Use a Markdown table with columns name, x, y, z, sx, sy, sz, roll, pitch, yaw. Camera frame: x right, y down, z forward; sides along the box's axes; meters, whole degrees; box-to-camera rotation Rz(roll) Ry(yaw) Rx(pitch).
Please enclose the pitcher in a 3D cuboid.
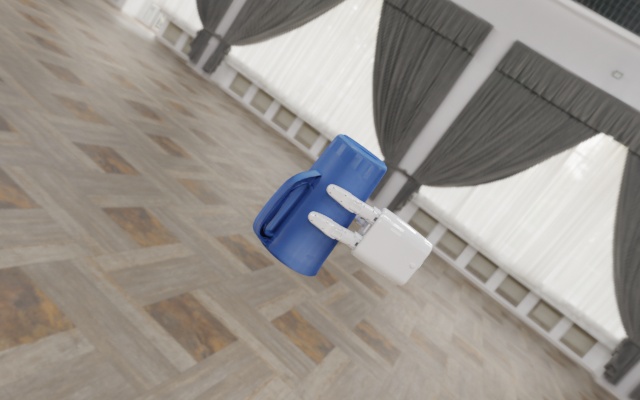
| name | x | y | z | sx | sy | sz | roll | pitch | yaw |
| --- | --- | --- | --- | --- | --- | --- | --- | --- | --- |
| pitcher | 0.000 | 0.003 | 0.848 | 0.145 | 0.243 | 0.149 | 36 | 11 | 0 |
